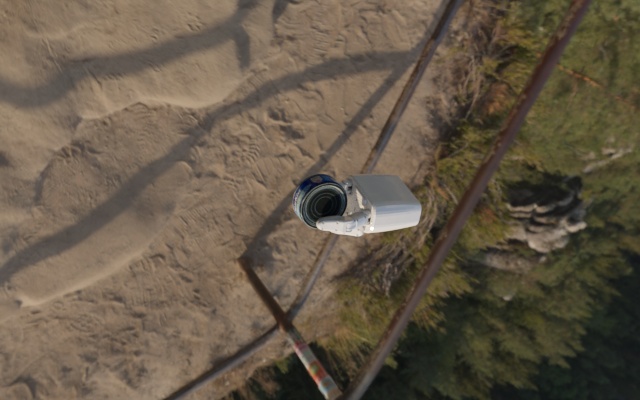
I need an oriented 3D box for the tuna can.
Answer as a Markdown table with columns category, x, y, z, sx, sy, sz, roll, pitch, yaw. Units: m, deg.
| category | x | y | z | sx | sy | sz | roll | pitch | yaw |
| --- | --- | --- | --- | --- | --- | --- | --- | --- | --- |
| tuna can | 0.000 | 0.003 | 0.770 | 0.086 | 0.086 | 0.033 | 0 | 26 | -27 |
